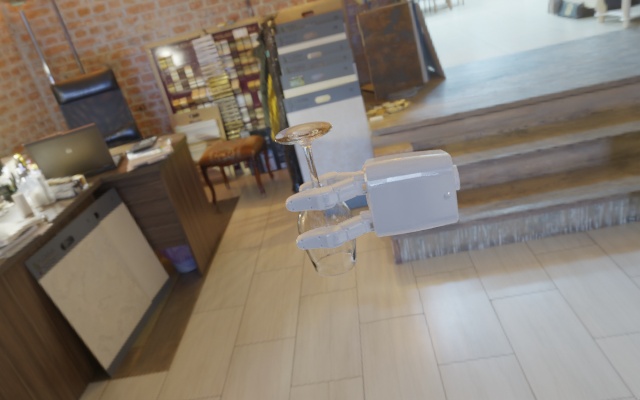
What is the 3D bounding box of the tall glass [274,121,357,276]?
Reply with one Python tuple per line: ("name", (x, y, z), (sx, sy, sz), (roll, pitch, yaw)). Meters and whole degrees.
("tall glass", (0.000, 0.001, 0.636), (0.079, 0.201, 0.079), (-11, 25, 5))
